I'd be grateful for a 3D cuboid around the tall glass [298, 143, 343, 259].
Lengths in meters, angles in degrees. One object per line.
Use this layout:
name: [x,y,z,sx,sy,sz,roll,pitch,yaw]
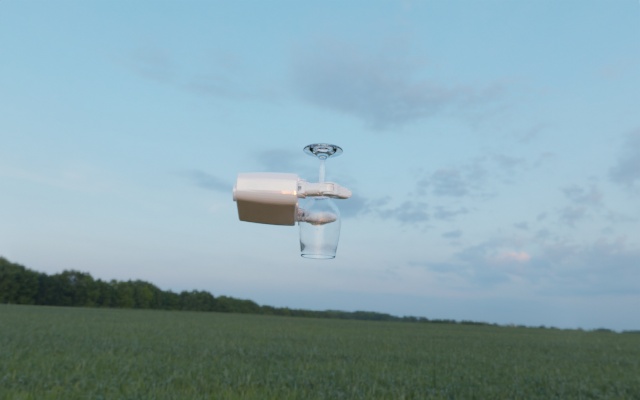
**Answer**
tall glass: [0.000,0.002,0.865,0.079,0.201,0.079,2,-14,1]
